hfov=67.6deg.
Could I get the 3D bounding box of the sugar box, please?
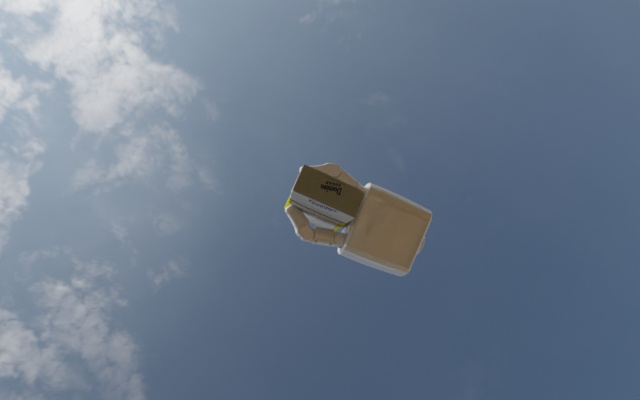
[{"bbox_3d":[0.000,0.002,0.708,0.093,0.048,0.176,24,-15,-4],"label":"sugar box"}]
